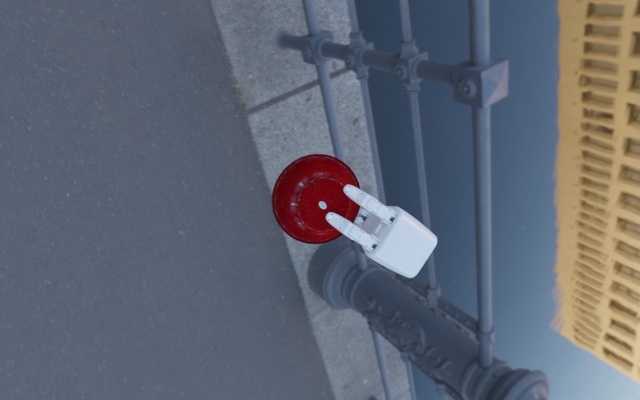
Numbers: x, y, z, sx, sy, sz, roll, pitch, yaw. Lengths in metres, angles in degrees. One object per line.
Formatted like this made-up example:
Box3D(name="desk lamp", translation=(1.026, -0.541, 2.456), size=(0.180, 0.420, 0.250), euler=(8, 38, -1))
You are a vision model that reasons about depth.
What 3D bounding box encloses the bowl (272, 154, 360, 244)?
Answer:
Box3D(name="bowl", translation=(-0.001, 0.002, 0.815), size=(0.162, 0.162, 0.055), euler=(0, 10, -13))
